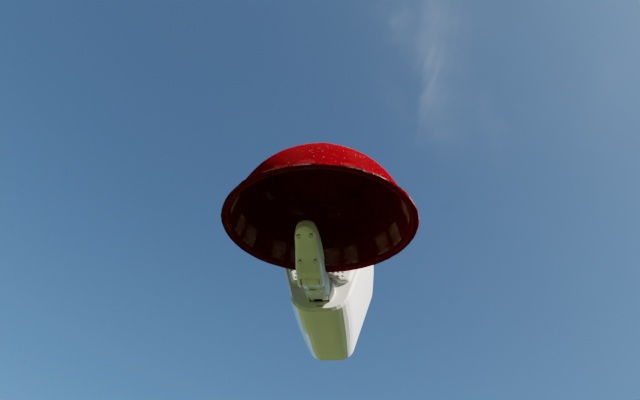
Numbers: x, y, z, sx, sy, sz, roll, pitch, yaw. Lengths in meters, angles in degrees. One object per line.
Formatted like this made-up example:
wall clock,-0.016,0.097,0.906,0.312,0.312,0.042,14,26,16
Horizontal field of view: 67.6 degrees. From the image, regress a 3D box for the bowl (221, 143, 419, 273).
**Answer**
bowl,0.000,0.000,0.407,0.162,0.055,0.162,1,-35,1
